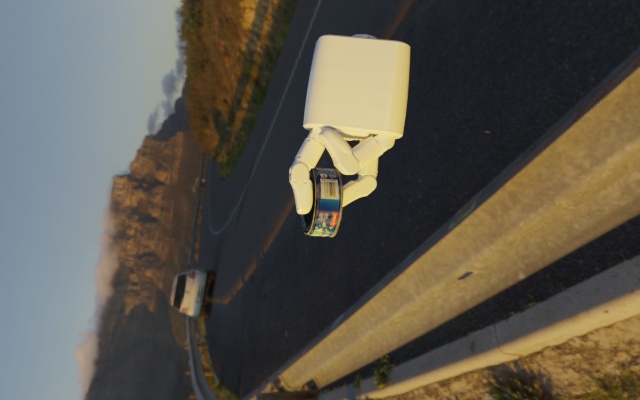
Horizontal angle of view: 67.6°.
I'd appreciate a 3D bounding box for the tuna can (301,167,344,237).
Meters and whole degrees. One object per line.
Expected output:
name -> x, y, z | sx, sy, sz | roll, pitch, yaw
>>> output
tuna can -> 0.000, 0.002, 0.592 | 0.034, 0.086, 0.086 | 4, -1, -14
